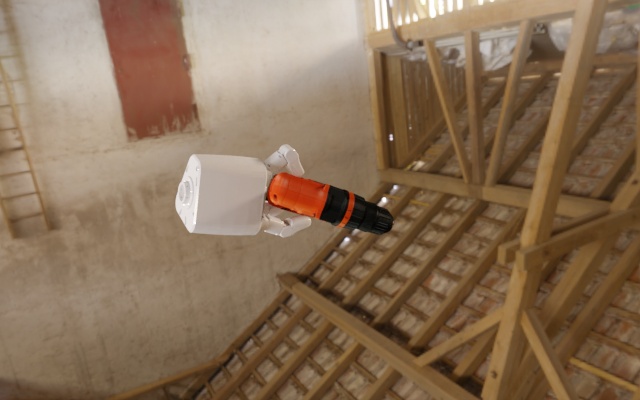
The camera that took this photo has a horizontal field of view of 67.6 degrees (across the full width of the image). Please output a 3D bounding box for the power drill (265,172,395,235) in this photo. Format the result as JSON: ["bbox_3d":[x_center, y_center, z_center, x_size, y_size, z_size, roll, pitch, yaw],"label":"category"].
[{"bbox_3d":[0.000,0.002,0.726,0.184,0.057,0.187,20,-4,-17],"label":"power drill"}]
